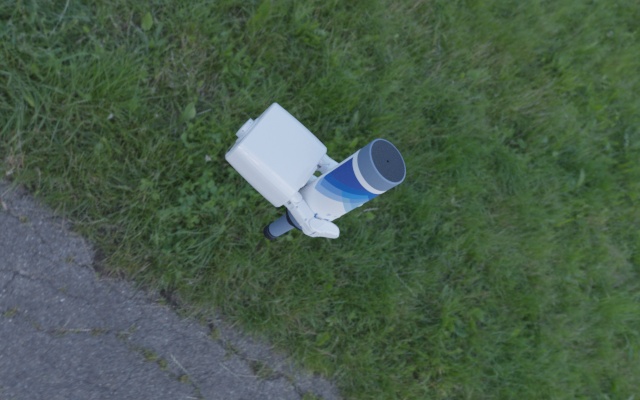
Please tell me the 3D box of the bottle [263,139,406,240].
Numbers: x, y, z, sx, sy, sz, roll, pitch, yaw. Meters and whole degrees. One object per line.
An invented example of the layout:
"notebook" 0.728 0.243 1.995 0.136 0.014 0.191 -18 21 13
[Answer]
"bottle" 0.000 0.002 0.731 0.069 0.069 0.296 0 -22 -41
